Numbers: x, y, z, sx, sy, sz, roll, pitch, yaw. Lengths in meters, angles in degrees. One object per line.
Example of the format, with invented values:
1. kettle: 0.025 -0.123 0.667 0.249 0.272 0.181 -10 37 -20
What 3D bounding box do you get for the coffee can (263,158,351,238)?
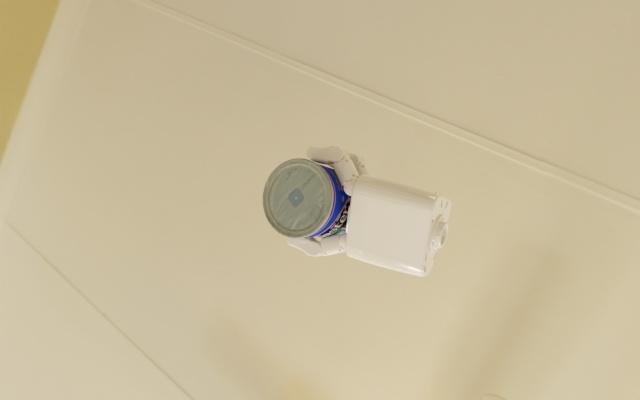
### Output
1. coffee can: 0.000 0.002 0.670 0.103 0.103 0.140 0 -4 27
